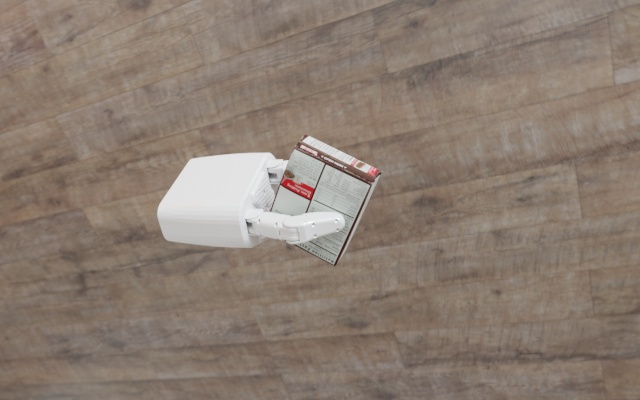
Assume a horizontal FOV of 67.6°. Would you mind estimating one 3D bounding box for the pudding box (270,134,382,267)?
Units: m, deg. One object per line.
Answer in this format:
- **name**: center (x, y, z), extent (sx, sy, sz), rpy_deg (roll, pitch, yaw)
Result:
- **pudding box**: center (0.000, 0.002, 0.498), extent (0.090, 0.113, 0.039), rpy_deg (26, 33, 7)
